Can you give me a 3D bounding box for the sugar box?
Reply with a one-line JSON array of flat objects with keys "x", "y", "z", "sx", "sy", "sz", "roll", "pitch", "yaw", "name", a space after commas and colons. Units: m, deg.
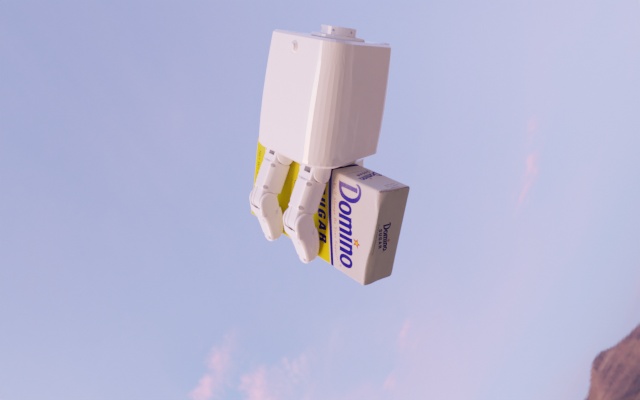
[{"x": 0.000, "y": 0.001, "z": 0.474, "sx": 0.048, "sy": 0.093, "sz": 0.176, "roll": -11, "pitch": 27, "yaw": -39, "name": "sugar box"}]
